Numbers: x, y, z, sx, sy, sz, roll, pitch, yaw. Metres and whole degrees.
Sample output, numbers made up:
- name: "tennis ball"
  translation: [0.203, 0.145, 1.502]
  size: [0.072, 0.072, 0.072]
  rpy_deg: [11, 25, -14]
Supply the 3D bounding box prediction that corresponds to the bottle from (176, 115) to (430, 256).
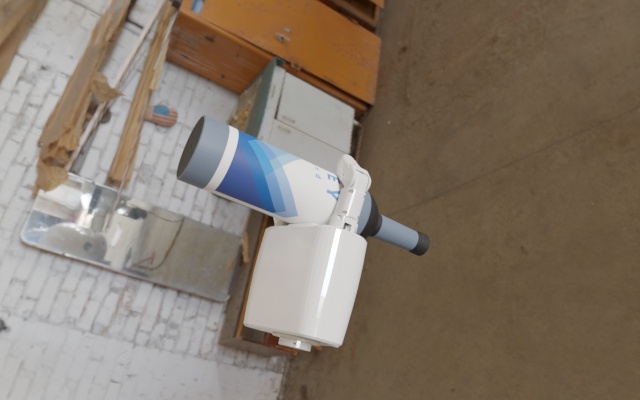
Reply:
- name: "bottle"
  translation: [0.000, 0.001, 0.511]
  size: [0.296, 0.069, 0.069]
  rpy_deg: [23, -10, -25]
